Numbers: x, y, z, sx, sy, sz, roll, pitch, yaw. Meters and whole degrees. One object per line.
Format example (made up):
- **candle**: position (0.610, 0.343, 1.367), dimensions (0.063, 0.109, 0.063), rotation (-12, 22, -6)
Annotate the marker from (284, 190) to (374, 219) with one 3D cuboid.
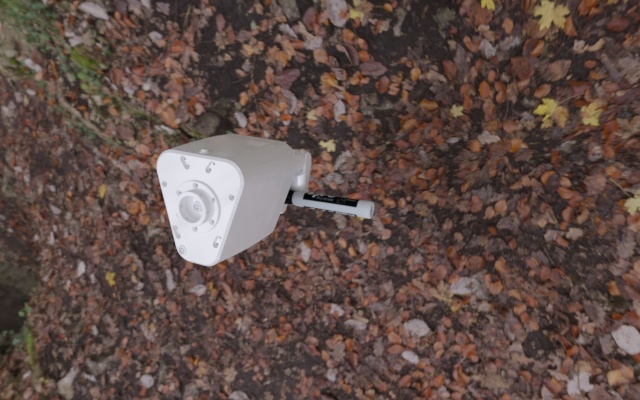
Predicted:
- **marker**: position (0.000, 0.002, 0.541), dimensions (0.121, 0.020, 0.020), rotation (9, 3, 19)
